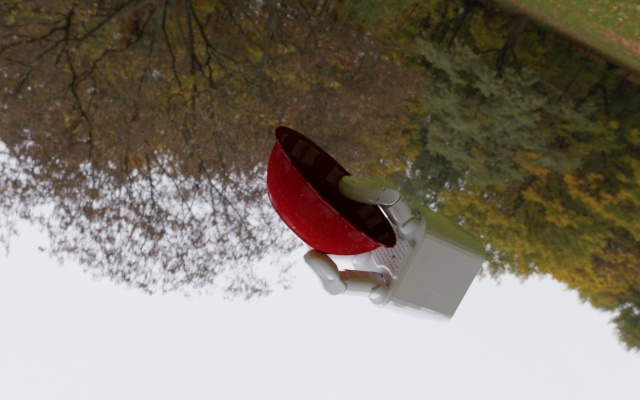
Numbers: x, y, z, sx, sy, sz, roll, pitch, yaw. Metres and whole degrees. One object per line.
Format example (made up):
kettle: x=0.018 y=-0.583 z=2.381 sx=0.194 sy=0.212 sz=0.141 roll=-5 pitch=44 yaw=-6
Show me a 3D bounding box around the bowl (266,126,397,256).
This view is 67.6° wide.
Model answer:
bowl: x=-0.001 y=0.001 z=0.473 sx=0.055 sy=0.162 sz=0.162 roll=-45 pitch=-14 yaw=15
